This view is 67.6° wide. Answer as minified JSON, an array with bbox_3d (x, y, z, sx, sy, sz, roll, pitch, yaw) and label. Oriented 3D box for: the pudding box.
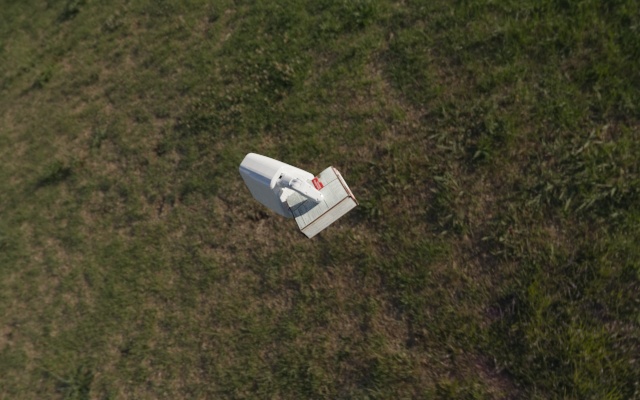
[{"bbox_3d":[0.000,0.003,0.869,0.113,0.090,0.039,-37,-42,9],"label":"pudding box"}]
